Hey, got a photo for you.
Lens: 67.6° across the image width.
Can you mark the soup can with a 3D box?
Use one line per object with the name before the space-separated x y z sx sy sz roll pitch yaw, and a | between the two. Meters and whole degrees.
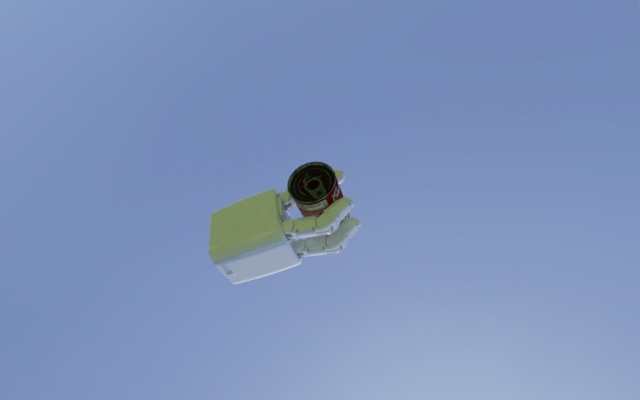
soup can | 0.001 0.002 0.681 0.068 0.068 0.102 0 -33 17
